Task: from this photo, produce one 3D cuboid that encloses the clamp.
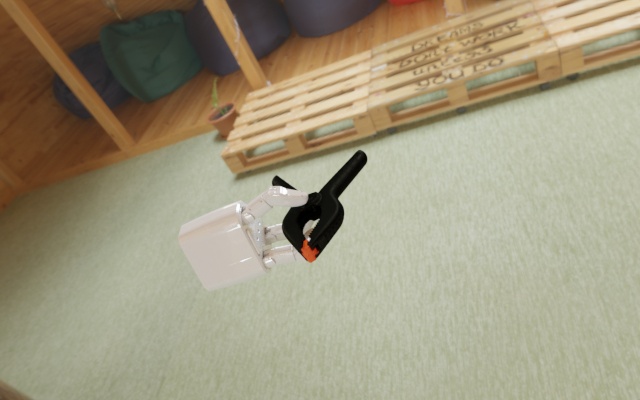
[{"bbox_3d":[0.000,0.002,0.705,0.164,0.036,0.209,-21,35,12],"label":"clamp"}]
